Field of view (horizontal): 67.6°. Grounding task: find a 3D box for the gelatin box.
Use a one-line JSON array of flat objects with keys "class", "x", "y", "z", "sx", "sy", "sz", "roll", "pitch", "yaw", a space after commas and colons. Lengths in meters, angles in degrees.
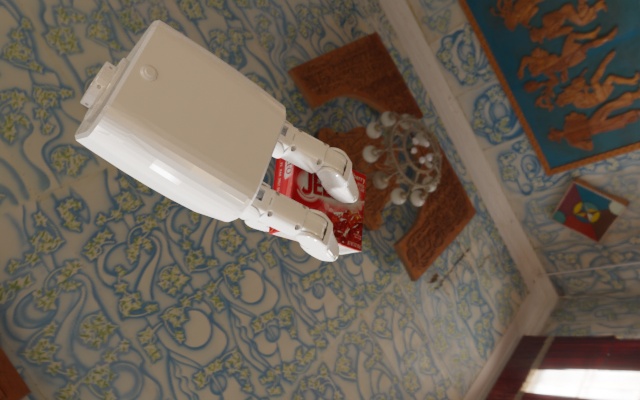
[{"class": "gelatin box", "x": 0.000, "y": 0.002, "z": 0.412, "sx": 0.089, "sy": 0.073, "sz": 0.030, "roll": 21, "pitch": -24, "yaw": -40}]
